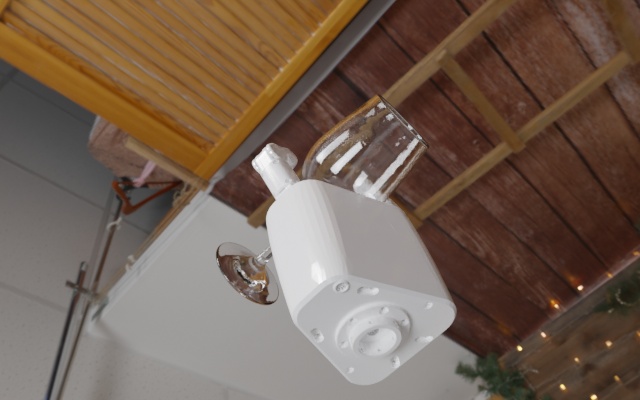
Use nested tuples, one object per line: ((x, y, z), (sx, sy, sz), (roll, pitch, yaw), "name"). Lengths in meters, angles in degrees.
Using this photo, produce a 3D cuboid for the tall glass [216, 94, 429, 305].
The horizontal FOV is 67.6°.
((0.000, 0.002, 0.419), (0.201, 0.079, 0.079), (-45, -15, 16), "tall glass")
